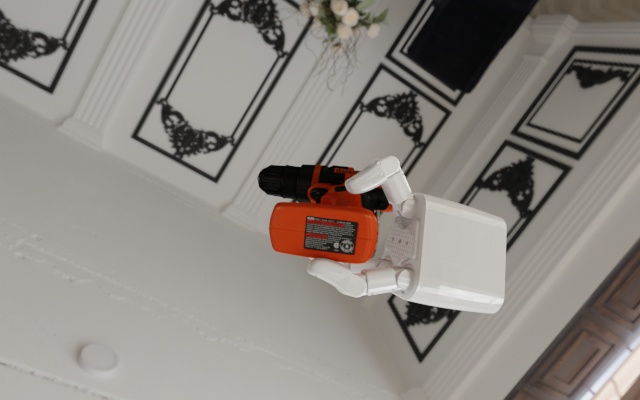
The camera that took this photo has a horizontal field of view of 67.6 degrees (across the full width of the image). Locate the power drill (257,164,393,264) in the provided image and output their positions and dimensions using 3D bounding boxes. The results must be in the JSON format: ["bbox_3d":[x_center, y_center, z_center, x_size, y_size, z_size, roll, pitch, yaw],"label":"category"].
[{"bbox_3d":[0.000,0.002,0.543,0.184,0.057,0.187,5,20,7],"label":"power drill"}]
